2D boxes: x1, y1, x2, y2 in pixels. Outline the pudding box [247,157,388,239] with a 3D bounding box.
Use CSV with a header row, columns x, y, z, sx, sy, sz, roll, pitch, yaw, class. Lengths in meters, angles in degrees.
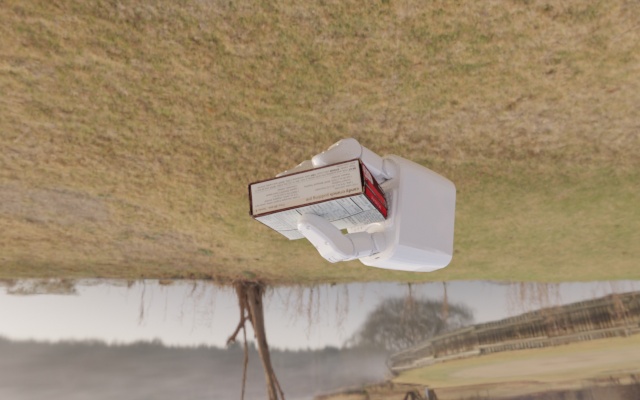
x,y,z,sx,sy,sz,roll,pitch,yaw,class
0.000,0.002,0.460,0.113,0.039,0.090,-14,-23,16,pudding box
